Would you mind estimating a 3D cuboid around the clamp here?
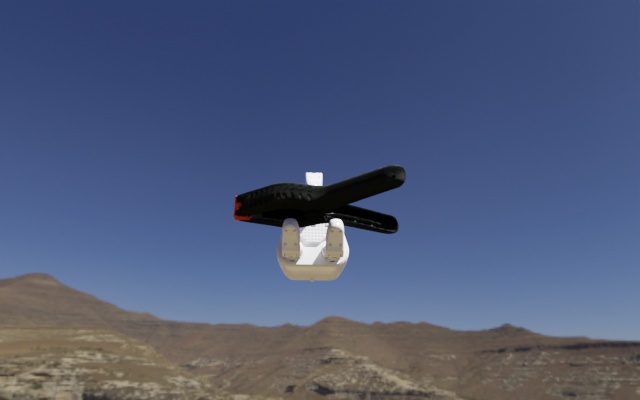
[{"bbox_3d":[0.000,0.001,0.565,0.210,0.036,0.165,1,-25,-1],"label":"clamp"}]
